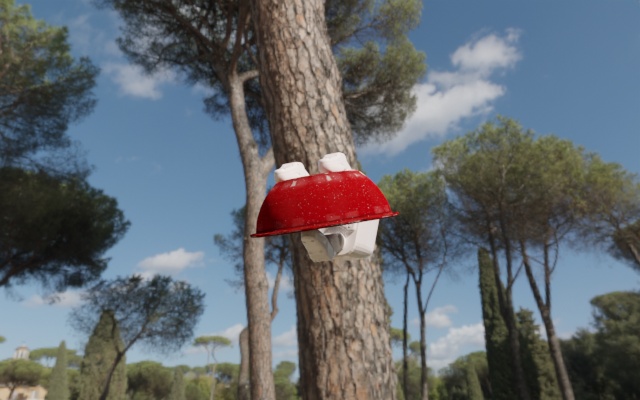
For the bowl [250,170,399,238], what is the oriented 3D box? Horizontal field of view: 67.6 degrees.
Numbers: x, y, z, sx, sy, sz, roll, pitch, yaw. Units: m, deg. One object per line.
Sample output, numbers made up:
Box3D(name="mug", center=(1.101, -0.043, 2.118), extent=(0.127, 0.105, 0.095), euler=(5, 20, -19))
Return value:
Box3D(name="bowl", center=(0.000, 0.001, 0.517), extent=(0.162, 0.055, 0.162), euler=(-9, -1, 0))
